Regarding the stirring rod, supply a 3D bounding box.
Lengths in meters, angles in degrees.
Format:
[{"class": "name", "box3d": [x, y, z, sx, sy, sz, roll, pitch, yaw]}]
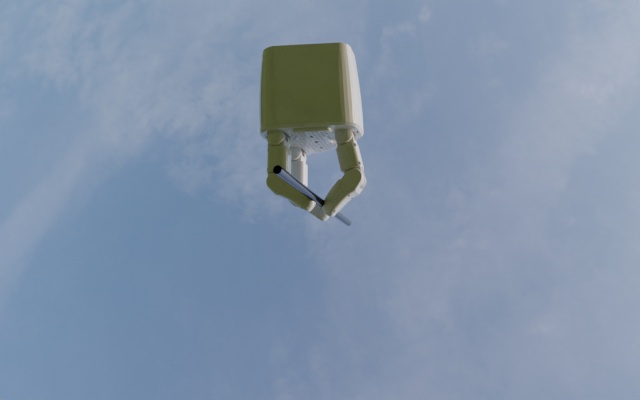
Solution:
[{"class": "stirring rod", "box3d": [0.000, 0.002, 0.519, 0.011, 0.011, 0.239, 0, -13, 18]}]
